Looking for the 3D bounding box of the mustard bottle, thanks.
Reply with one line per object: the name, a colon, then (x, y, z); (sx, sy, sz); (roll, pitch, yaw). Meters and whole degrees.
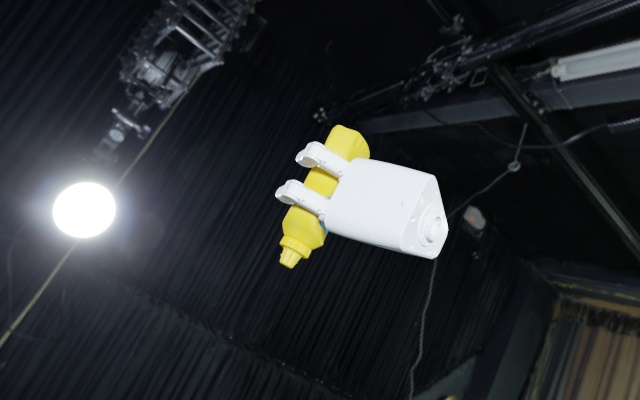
mustard bottle: (0.000, 0.002, 0.634); (0.058, 0.191, 0.096); (24, -15, 16)
